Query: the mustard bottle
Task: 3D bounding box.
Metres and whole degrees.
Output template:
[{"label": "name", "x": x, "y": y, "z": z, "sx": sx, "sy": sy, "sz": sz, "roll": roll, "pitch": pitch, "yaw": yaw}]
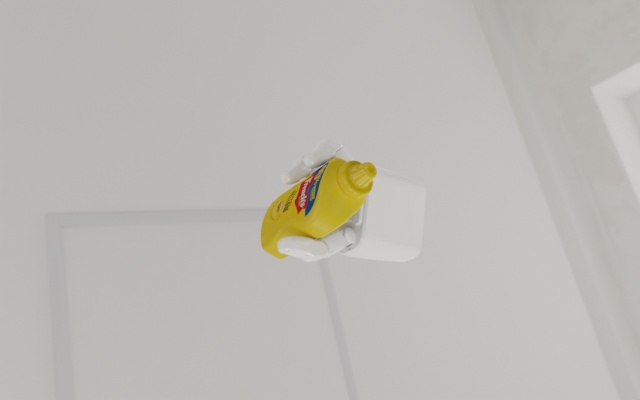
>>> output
[{"label": "mustard bottle", "x": 0.000, "y": 0.002, "z": 0.570, "sx": 0.058, "sy": 0.096, "sz": 0.192, "roll": 35, "pitch": -38, "yaw": -19}]
